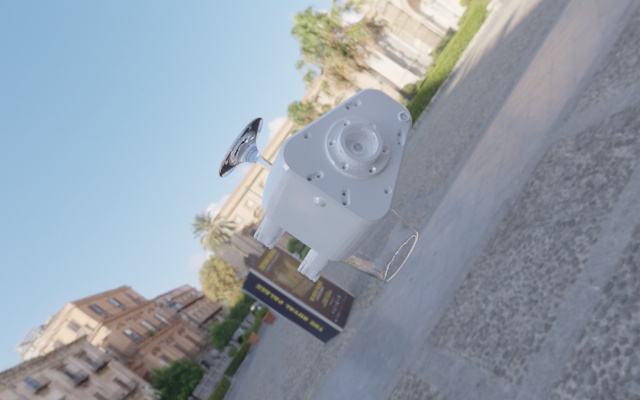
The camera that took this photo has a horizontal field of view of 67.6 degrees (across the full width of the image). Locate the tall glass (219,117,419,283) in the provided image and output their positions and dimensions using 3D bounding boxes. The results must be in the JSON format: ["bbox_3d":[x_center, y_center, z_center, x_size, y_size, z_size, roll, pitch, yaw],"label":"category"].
[{"bbox_3d":[0.000,0.001,0.487,0.201,0.079,0.079,35,1,1],"label":"tall glass"}]
